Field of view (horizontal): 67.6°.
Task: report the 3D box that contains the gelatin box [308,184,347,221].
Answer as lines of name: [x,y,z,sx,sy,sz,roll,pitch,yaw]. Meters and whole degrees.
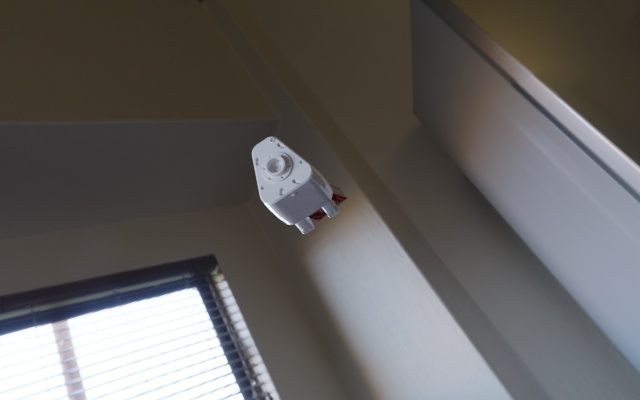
gelatin box: [0.000,0.003,0.899,0.073,0.030,0.089,-40,-21,15]
